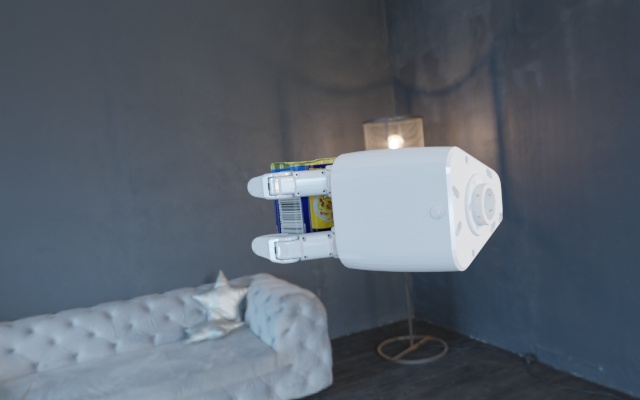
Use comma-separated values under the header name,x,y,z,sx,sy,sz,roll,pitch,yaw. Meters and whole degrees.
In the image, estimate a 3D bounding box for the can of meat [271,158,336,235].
name,x,y,z,sx,sy,sz,roll,pitch,yaw
can of meat,0.000,0.001,0.471,0.057,0.084,0.102,-2,5,42
